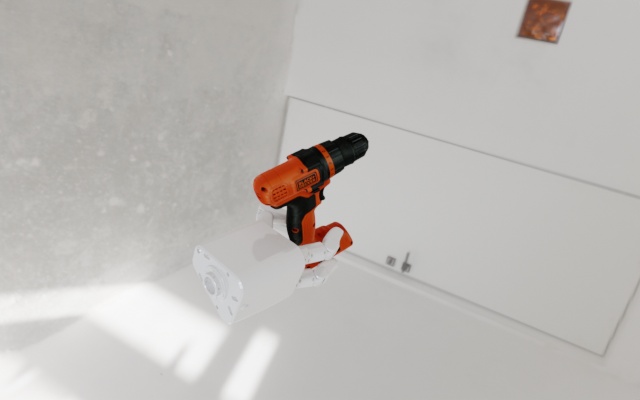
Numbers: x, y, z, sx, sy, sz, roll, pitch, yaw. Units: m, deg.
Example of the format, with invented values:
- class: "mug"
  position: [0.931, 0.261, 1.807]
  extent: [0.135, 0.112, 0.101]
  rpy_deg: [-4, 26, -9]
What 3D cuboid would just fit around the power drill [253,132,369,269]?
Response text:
- class: "power drill"
  position: [0.000, 0.003, 0.719]
  extent: [0.184, 0.188, 0.057]
  rpy_deg: [-26, 40, -18]
